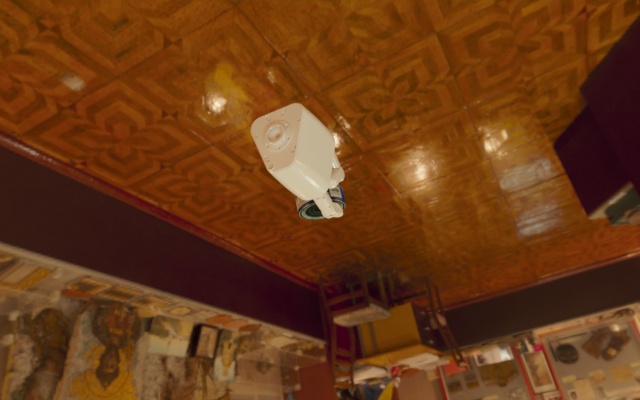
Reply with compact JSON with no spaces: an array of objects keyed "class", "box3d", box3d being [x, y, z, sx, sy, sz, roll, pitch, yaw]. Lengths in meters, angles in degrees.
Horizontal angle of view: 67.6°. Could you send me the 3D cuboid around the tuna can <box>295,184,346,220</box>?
[{"class":"tuna can","box3d":[0.000,0.003,0.837,0.086,0.033,0.086,-10,-24,-5]}]
